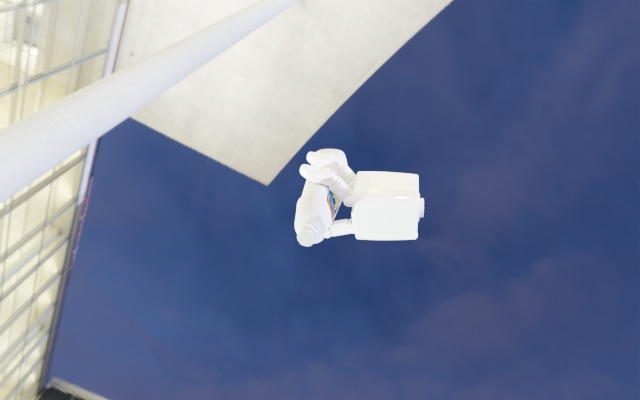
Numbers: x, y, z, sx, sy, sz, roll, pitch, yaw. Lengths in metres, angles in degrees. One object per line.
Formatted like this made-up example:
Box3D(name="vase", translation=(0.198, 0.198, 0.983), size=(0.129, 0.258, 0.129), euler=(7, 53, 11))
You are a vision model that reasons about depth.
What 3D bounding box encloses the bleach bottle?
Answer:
Box3D(name="bleach bottle", translation=(0.000, 0.003, 0.826), size=(0.068, 0.103, 0.250), euler=(1, 30, 11))
